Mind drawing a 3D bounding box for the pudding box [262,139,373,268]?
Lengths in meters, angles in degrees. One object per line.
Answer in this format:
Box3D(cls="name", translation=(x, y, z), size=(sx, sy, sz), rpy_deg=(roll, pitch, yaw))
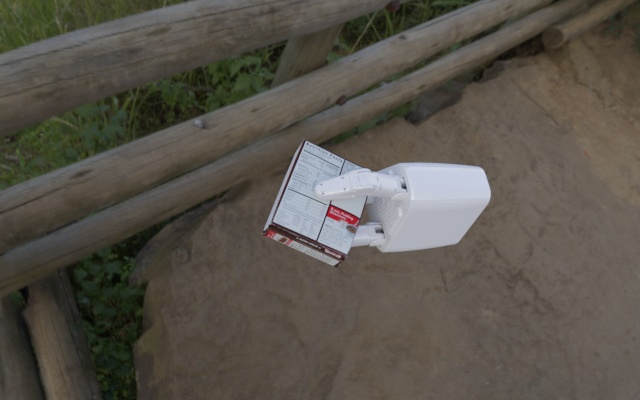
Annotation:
Box3D(cls="pudding box", translation=(0.000, 0.002, 0.512), size=(0.090, 0.113, 0.039), rpy_deg=(24, -30, -8))
